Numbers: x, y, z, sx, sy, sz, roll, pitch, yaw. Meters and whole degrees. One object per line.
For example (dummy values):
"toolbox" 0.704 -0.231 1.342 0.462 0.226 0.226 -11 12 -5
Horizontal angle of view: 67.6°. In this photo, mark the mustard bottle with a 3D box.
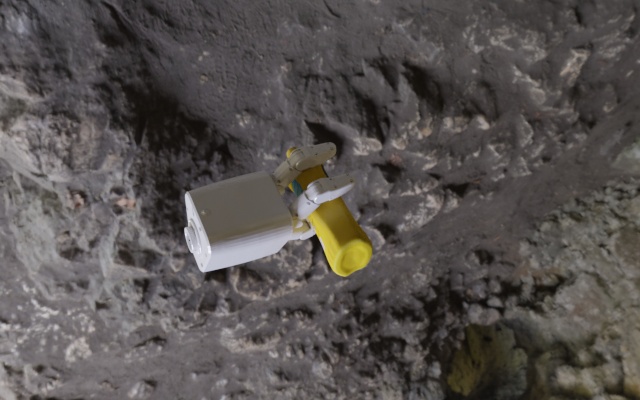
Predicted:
"mustard bottle" 0.001 0.002 0.637 0.058 0.191 0.096 -27 -29 -5
